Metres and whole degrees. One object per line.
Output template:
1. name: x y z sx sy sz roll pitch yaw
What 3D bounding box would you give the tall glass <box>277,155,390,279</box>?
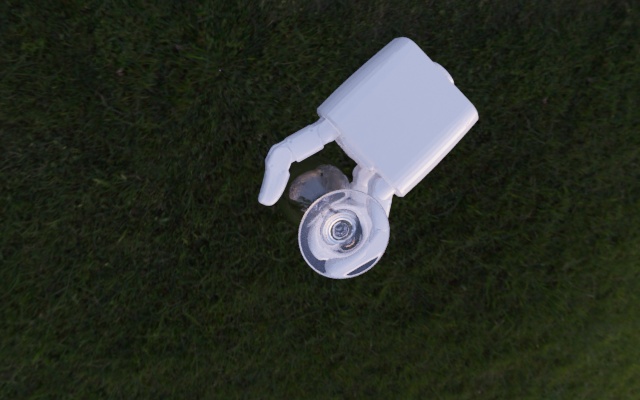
1. tall glass: 0.000 0.002 0.468 0.079 0.079 0.201 0 15 -12
